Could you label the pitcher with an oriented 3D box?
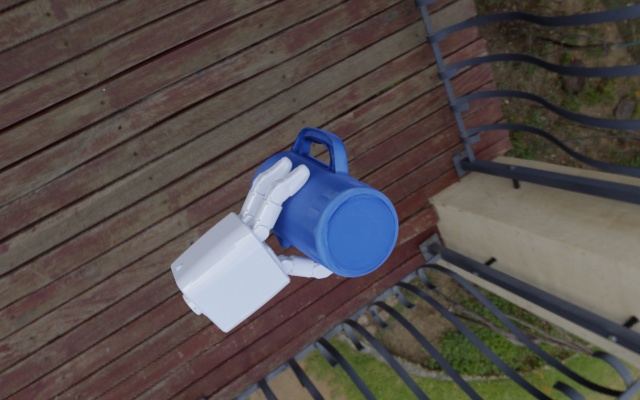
[{"bbox_3d":[0.000,0.002,0.642,0.145,0.149,0.242,-37,24,-12],"label":"pitcher"}]
